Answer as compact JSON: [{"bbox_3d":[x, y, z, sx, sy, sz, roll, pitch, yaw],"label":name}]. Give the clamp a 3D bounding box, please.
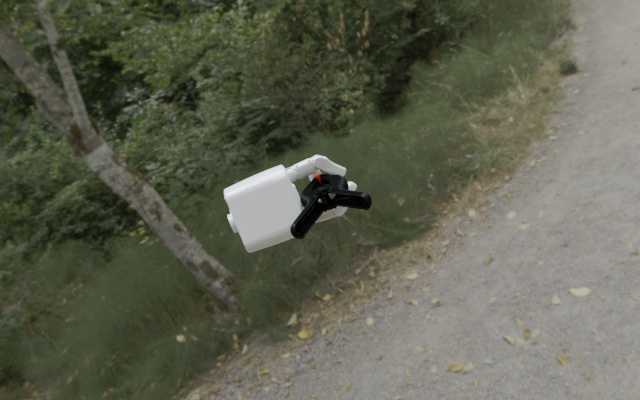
[{"bbox_3d":[0.000,0.002,0.723,0.120,0.039,0.171,-22,18,-6],"label":"clamp"}]
